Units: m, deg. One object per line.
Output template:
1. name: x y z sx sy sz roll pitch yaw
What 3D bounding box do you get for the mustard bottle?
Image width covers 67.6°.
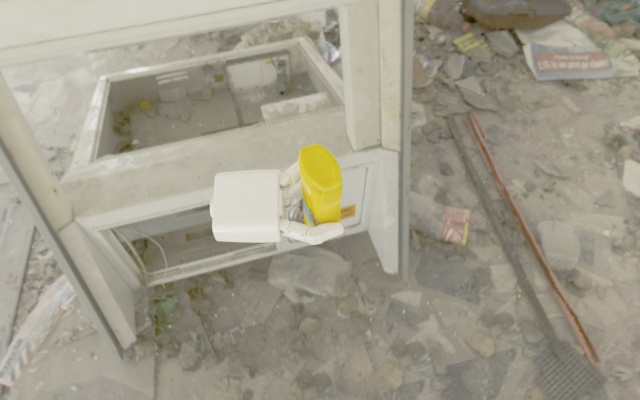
1. mustard bottle: 0.000 0.002 0.793 0.058 0.096 0.192 -21 -33 -14
